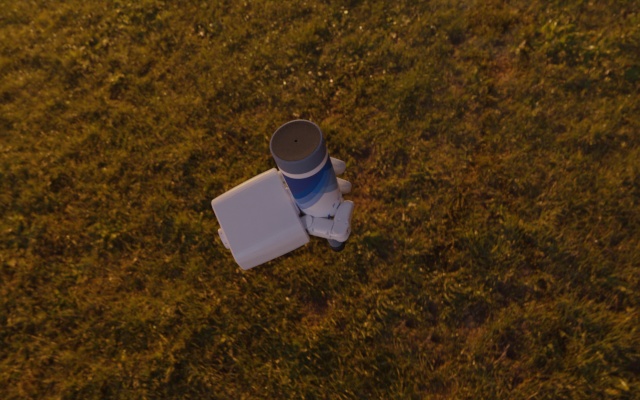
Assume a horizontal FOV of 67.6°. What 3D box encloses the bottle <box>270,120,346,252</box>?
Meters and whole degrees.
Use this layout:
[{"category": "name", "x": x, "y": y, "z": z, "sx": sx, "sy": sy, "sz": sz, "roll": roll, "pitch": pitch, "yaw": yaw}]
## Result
[{"category": "bottle", "x": 0.000, "y": 0.002, "z": 0.700, "sx": 0.069, "sy": 0.069, "sz": 0.296, "roll": 0, "pitch": -30, "yaw": 14}]
